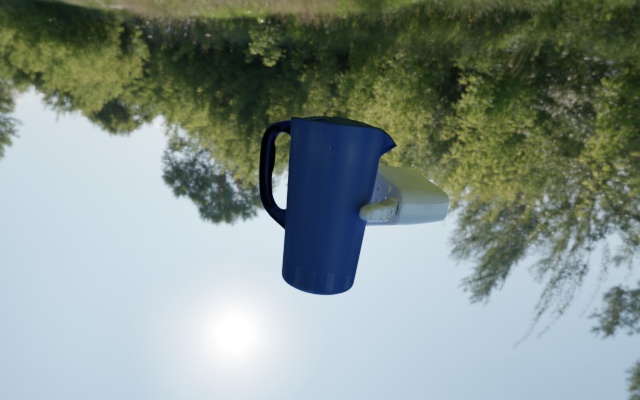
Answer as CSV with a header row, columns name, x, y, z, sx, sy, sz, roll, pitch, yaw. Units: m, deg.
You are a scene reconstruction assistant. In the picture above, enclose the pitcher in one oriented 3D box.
name,x,y,z,sx,sy,sz,roll,pitch,yaw
pitcher,0.000,0.002,0.681,0.145,0.243,0.149,0,13,-36
